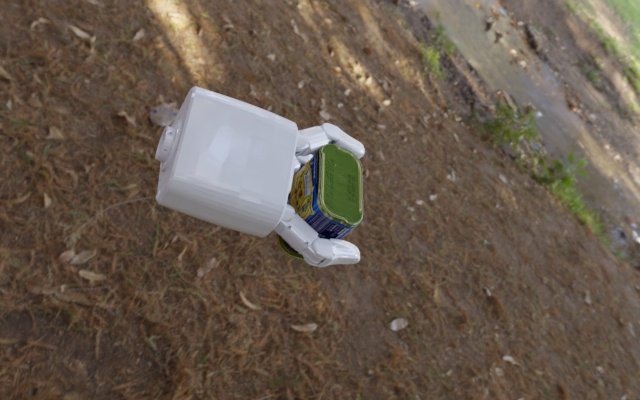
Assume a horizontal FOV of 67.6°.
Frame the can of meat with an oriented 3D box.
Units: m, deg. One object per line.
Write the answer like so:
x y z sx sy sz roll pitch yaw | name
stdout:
0.000 0.002 0.505 0.057 0.102 0.084 21 -41 -24 | can of meat
